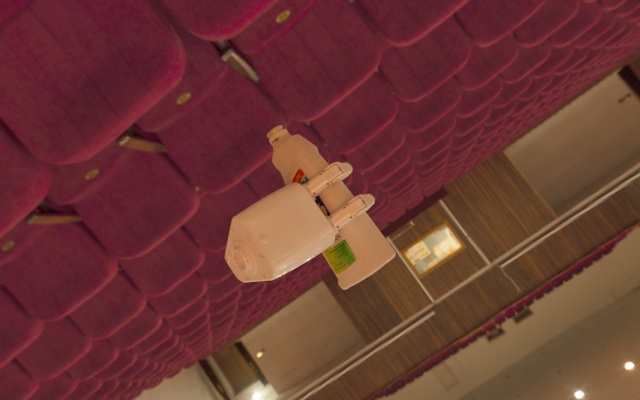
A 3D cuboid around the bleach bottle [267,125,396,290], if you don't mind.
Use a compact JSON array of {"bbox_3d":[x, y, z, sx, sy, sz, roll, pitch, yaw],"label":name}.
[{"bbox_3d":[0.000,0.002,0.699,0.068,0.251,0.103,-30,-9,-36],"label":"bleach bottle"}]
